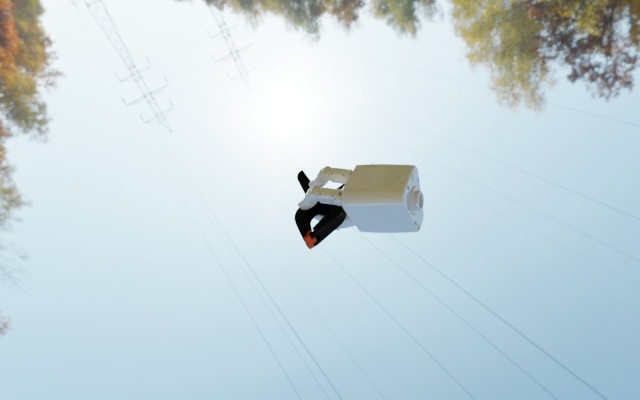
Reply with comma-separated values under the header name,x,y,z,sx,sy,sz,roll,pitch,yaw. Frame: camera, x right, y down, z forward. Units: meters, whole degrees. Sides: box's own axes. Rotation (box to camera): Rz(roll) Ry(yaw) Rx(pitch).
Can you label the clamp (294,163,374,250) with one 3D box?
name,x,y,z,sx,sy,sz,roll,pitch,yaw
clamp,0.000,0.004,0.863,0.164,0.036,0.210,0,41,29
